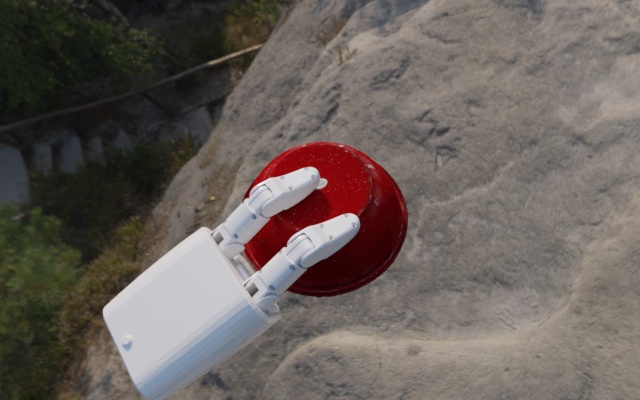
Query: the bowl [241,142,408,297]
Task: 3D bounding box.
[{"bbox_3d":[0.001,0.000,0.432,0.162,0.162,0.055,0,-31,4],"label":"bowl"}]
